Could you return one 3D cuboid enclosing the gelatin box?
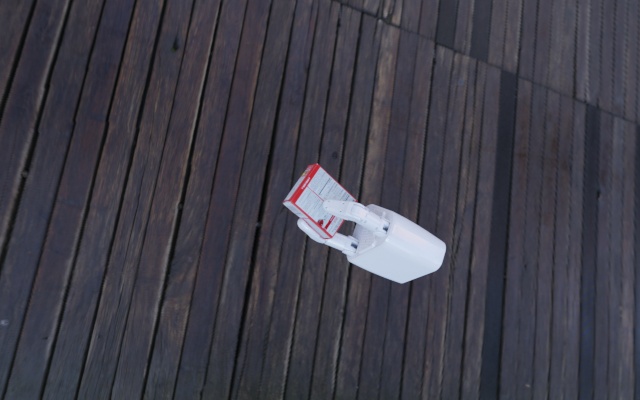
[{"bbox_3d":[0.000,0.002,0.698,0.089,0.073,0.030,42,-23,-20],"label":"gelatin box"}]
